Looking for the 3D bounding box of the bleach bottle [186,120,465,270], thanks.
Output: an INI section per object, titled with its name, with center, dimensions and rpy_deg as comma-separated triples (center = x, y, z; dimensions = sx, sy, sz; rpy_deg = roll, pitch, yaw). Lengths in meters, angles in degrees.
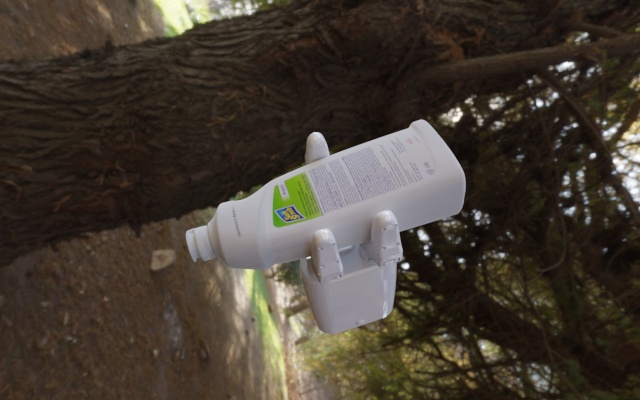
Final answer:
[bleach bottle]
center = 0.000, 0.002, 0.450
dimensions = 0.251, 0.068, 0.102
rpy_deg = -16, 45, -7
